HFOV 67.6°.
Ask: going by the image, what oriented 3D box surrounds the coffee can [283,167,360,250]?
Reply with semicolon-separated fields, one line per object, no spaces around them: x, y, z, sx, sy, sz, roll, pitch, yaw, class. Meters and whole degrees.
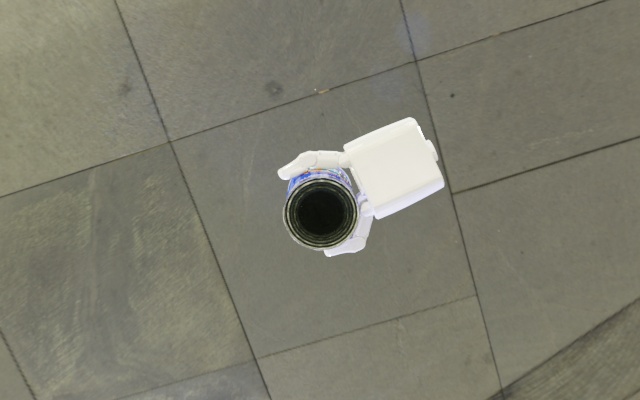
0.000;0.002;0.700;0.103;0.103;0.140;0;13;-1;coffee can
